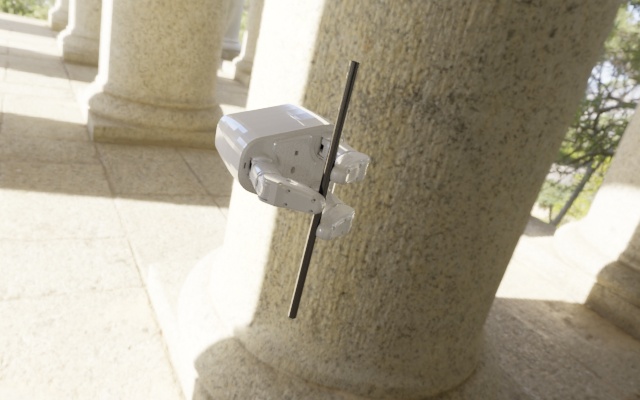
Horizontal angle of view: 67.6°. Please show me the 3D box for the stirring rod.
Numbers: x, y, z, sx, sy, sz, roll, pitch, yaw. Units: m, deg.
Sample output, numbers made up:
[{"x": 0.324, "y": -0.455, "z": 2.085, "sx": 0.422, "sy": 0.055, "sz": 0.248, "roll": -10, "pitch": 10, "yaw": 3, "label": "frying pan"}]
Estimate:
[{"x": 0.000, "y": 0.001, "z": 0.414, "sx": 0.011, "sy": 0.240, "sz": 0.011, "roll": 12, "pitch": 21, "yaw": -5, "label": "stirring rod"}]
